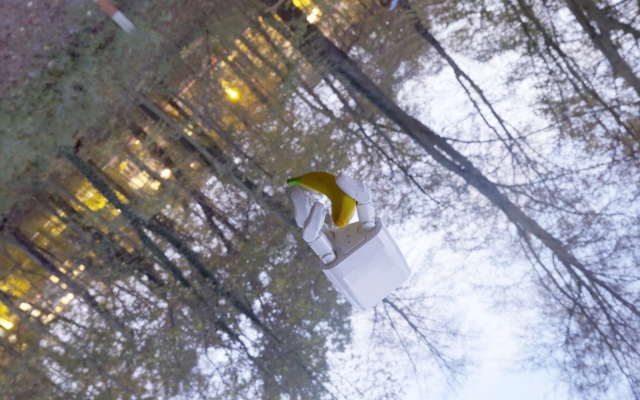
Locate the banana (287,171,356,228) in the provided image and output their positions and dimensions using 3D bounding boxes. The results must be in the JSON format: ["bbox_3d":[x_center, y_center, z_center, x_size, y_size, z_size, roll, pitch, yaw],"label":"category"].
[{"bbox_3d":[0.014,-0.009,0.739,0.069,0.037,0.197,-33,28,-12],"label":"banana"}]
